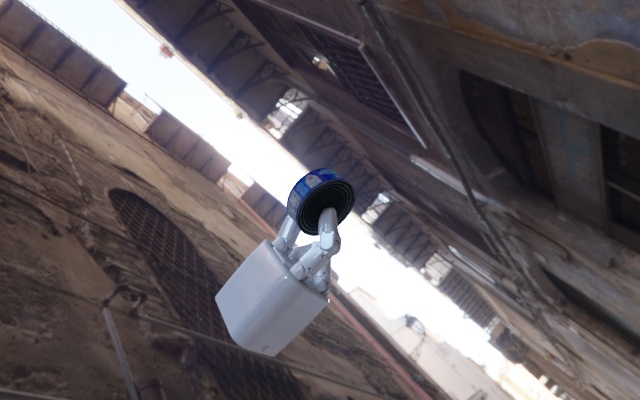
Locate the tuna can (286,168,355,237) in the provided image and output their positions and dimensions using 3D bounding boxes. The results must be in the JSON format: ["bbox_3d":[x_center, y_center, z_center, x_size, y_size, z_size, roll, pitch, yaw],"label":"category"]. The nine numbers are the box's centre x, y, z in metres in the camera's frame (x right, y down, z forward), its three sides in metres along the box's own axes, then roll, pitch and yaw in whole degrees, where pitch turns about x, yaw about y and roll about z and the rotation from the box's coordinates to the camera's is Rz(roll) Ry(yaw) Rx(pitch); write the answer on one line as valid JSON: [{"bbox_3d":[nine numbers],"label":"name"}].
[{"bbox_3d":[0.000,0.002,0.611,0.086,0.086,0.033,0,34,-38],"label":"tuna can"}]
